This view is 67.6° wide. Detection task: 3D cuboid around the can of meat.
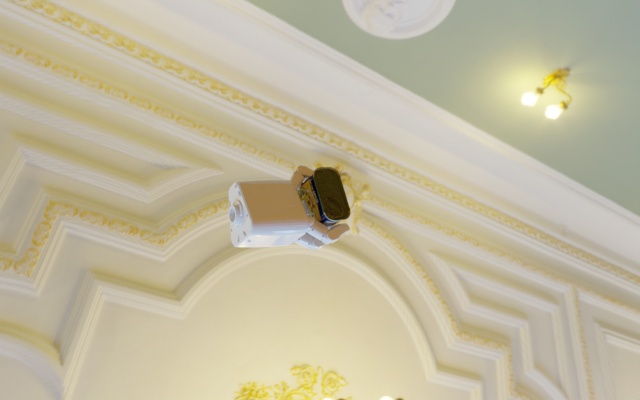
[{"bbox_3d":[0.000,0.003,0.870,0.057,0.102,0.084,-5,-20,-35],"label":"can of meat"}]
